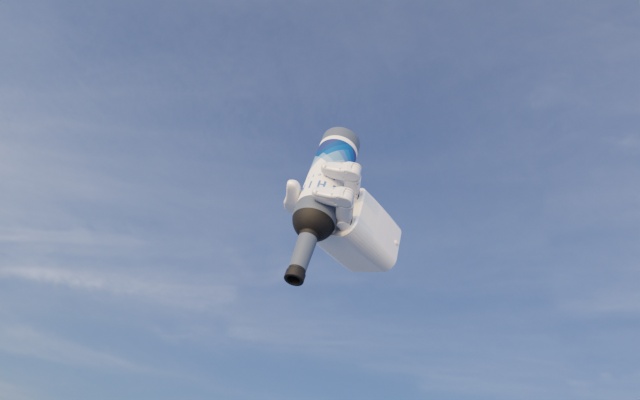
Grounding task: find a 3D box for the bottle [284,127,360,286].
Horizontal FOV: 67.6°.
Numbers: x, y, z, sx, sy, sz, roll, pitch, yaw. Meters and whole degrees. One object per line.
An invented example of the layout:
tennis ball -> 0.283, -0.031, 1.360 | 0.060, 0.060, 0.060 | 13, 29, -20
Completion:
bottle -> 0.000, 0.002, 0.730 | 0.069, 0.295, 0.069 | 10, -43, 10
